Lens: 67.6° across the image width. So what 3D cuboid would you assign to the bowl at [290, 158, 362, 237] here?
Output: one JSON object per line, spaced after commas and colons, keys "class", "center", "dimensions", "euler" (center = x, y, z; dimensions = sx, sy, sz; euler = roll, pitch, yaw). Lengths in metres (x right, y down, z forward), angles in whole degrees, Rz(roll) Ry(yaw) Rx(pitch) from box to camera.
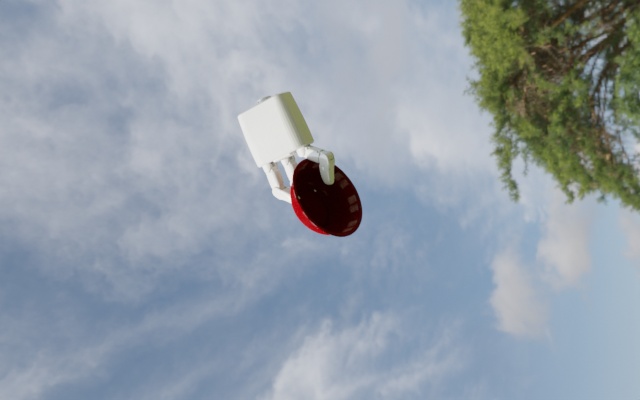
{"class": "bowl", "center": [0.000, 0.004, 0.880], "dimensions": [0.162, 0.162, 0.055], "euler": [0, -27, -43]}
